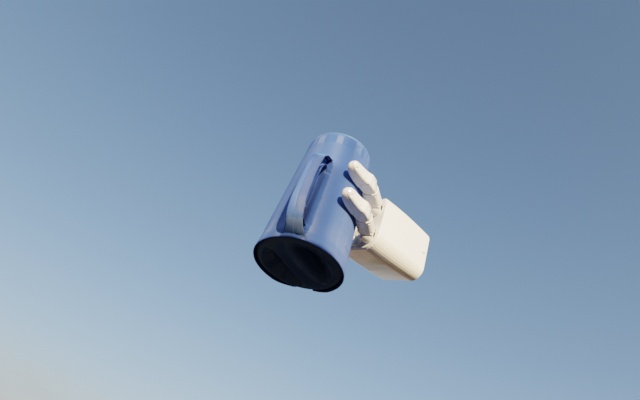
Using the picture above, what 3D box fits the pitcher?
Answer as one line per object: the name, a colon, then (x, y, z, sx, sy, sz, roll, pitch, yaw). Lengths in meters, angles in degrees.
pitcher: (0.000, 0.003, 0.728, 0.145, 0.242, 0.149, 38, -42, -20)
